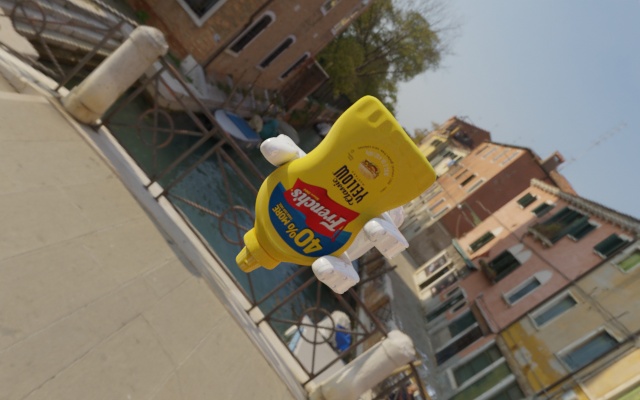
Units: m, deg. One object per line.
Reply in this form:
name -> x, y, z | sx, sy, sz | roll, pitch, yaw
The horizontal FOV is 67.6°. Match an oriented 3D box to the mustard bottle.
mustard bottle -> 0.000, 0.001, 0.429 | 0.191, 0.096, 0.058 | -39, 10, 10
